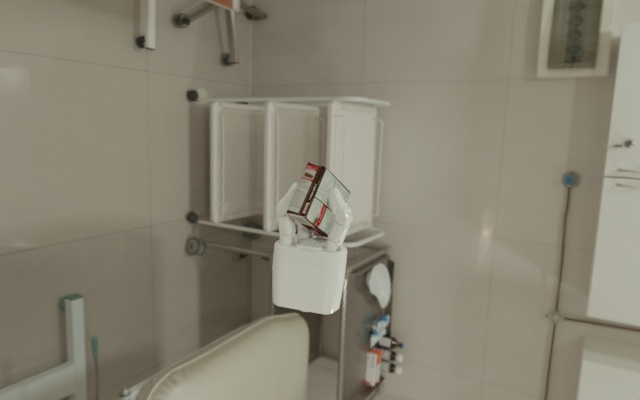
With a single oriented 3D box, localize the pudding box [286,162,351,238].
[{"bbox_3d":[0.000,0.003,0.776,0.039,0.090,0.113,15,-14,28],"label":"pudding box"}]
